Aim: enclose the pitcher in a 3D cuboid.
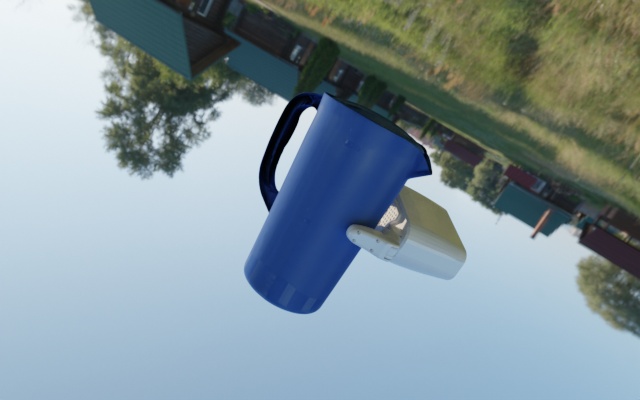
[{"bbox_3d":[0.000,0.002,0.562,0.145,0.243,0.149,23,15,-27],"label":"pitcher"}]
